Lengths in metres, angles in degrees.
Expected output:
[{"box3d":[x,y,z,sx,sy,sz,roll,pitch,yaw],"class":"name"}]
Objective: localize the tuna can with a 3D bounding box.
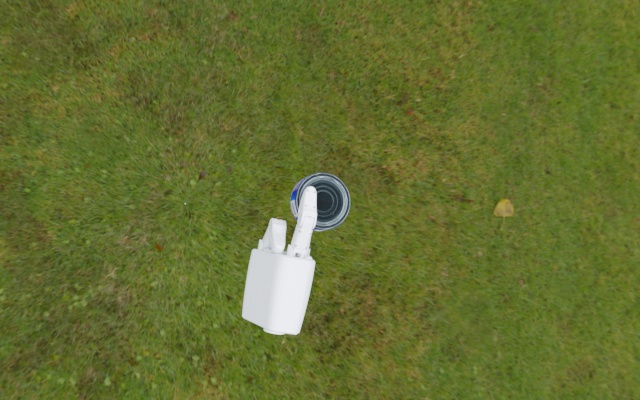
[{"box3d":[0.000,0.002,0.706,0.086,0.086,0.034,0,-6,-17],"class":"tuna can"}]
